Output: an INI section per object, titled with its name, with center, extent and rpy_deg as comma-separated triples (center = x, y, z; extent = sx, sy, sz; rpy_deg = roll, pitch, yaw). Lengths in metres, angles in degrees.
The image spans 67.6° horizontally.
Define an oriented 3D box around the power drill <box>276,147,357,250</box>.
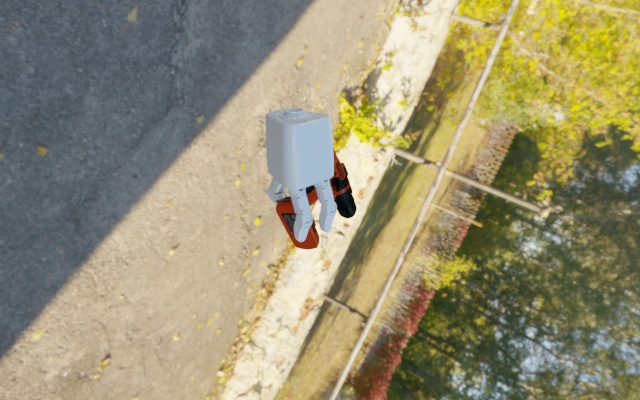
[power drill]
center = 0.000, 0.003, 0.896
extent = 0.057, 0.184, 0.187
rpy_deg = -5, 36, 33
